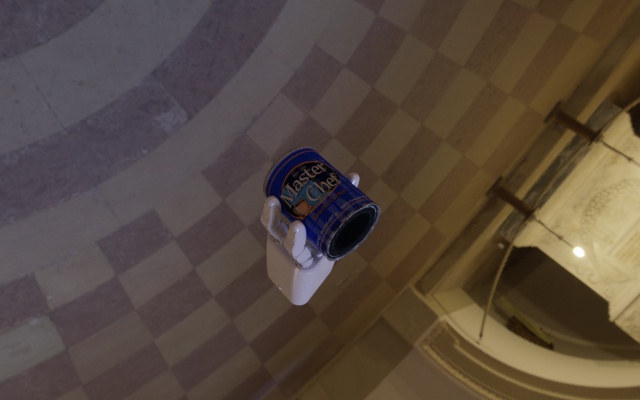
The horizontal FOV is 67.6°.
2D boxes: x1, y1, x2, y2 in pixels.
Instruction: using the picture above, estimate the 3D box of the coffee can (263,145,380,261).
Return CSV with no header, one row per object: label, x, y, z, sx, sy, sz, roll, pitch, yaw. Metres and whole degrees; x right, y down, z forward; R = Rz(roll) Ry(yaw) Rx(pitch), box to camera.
coffee can,0.000,0.002,0.683,0.140,0.103,0.103,43,23,27
